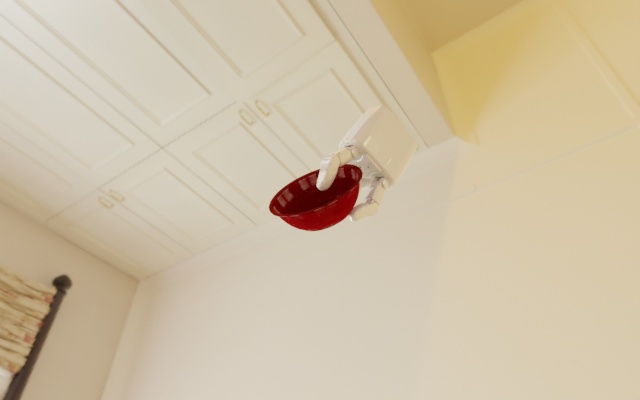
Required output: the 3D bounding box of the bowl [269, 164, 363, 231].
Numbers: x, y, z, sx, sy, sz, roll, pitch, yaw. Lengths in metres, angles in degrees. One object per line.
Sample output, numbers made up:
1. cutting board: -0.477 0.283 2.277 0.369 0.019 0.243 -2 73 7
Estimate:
1. bowl: -0.001 0.004 0.778 0.162 0.055 0.162 -19 23 9
